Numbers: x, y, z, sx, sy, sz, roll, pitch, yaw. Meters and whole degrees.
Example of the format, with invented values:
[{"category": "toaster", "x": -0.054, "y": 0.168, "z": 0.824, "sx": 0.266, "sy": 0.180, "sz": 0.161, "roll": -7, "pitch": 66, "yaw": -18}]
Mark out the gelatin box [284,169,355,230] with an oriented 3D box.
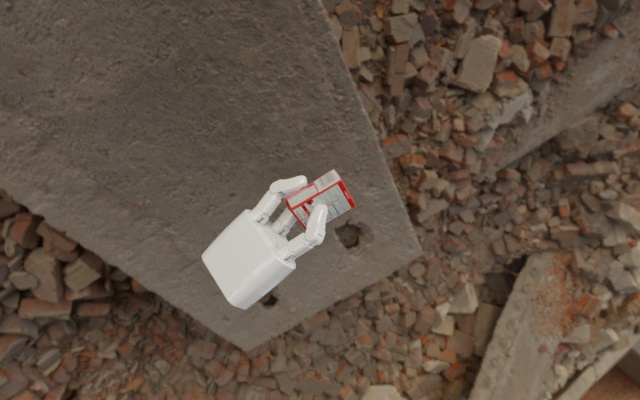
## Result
[{"category": "gelatin box", "x": 0.001, "y": 0.002, "z": 0.723, "sx": 0.089, "sy": 0.030, "sz": 0.073, "roll": -31, "pitch": -40, "yaw": 3}]
